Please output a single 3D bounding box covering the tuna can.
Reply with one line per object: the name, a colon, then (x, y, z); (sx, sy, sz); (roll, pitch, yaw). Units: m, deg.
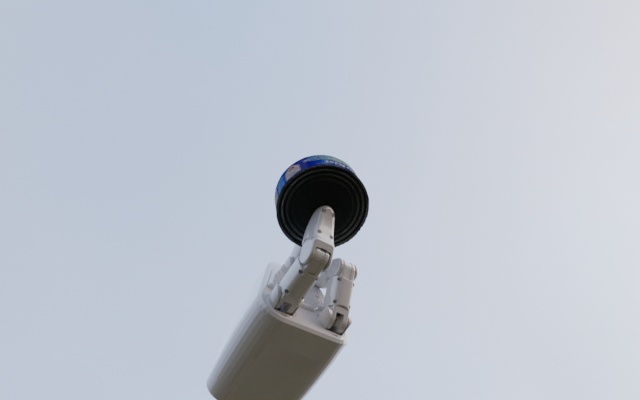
tuna can: (0.000, 0.001, 0.448); (0.086, 0.086, 0.033); (0, 24, -10)
